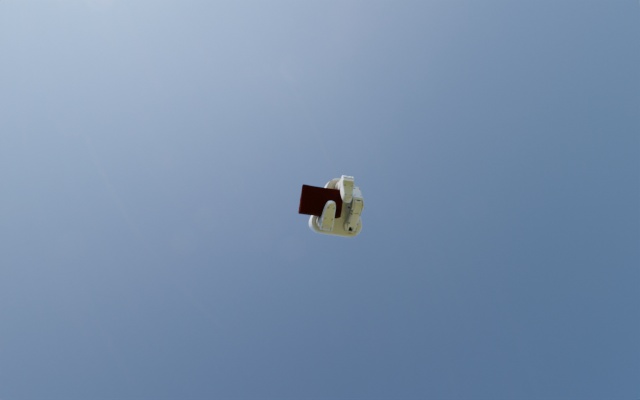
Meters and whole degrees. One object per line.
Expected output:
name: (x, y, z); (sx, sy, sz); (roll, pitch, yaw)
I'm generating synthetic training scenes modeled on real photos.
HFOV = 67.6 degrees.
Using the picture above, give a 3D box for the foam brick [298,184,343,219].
foam brick: (0.000, 0.003, 0.888); (0.078, 0.053, 0.051); (8, -5, -6)
